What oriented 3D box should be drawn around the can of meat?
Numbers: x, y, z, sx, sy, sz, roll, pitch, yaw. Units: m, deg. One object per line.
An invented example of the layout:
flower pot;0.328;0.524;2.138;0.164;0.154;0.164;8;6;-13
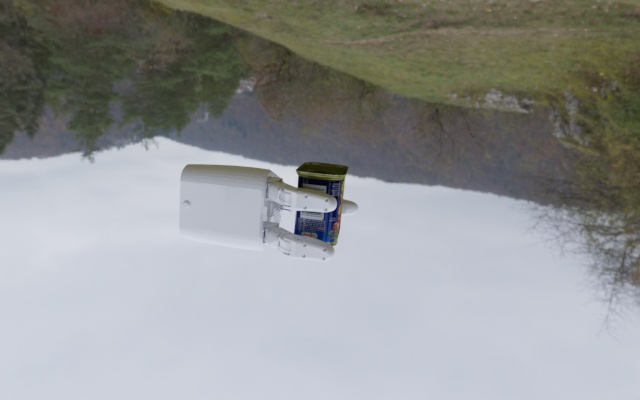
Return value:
can of meat;0.000;0.002;0.574;0.057;0.084;0.102;6;11;5
